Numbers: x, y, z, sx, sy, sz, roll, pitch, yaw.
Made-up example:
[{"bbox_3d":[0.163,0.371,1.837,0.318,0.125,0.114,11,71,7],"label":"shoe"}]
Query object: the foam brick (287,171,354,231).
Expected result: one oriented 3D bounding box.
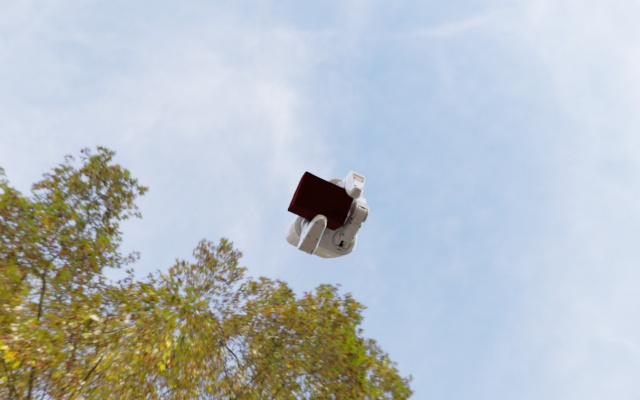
[{"bbox_3d":[0.000,0.002,0.672,0.078,0.053,0.051,24,-16,-9],"label":"foam brick"}]
